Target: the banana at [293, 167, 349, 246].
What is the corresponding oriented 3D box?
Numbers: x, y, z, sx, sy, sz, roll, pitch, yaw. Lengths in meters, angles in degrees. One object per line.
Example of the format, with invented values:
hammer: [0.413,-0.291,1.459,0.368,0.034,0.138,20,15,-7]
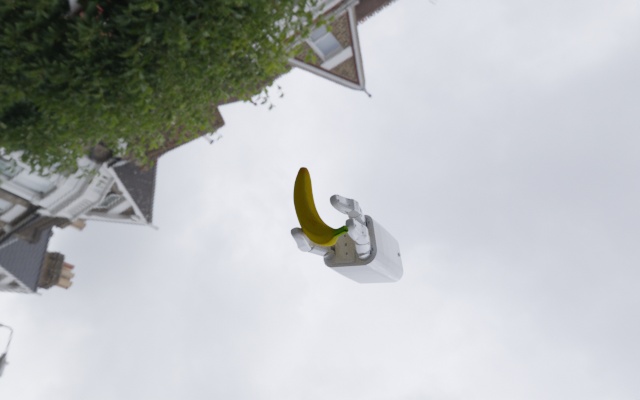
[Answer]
banana: [-0.011,0.018,0.802,0.037,0.069,0.197,35,13,-40]
